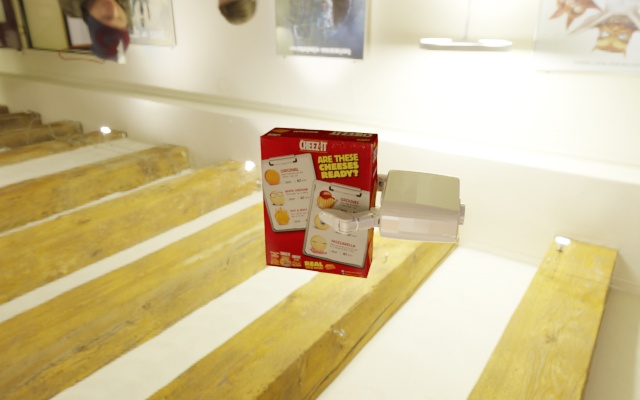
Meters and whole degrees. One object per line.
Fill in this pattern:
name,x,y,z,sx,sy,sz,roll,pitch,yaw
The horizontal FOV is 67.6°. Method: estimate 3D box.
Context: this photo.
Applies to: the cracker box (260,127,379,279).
cracker box,0.000,0.003,0.723,0.164,0.214,0.072,5,23,13
